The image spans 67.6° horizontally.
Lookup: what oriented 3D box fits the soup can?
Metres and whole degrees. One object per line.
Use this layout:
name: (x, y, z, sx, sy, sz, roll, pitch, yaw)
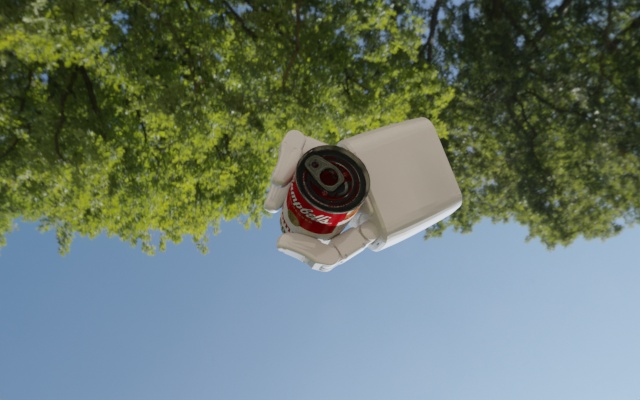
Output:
soup can: (0.000, 0.002, 0.461, 0.068, 0.068, 0.102, 0, -25, -14)
